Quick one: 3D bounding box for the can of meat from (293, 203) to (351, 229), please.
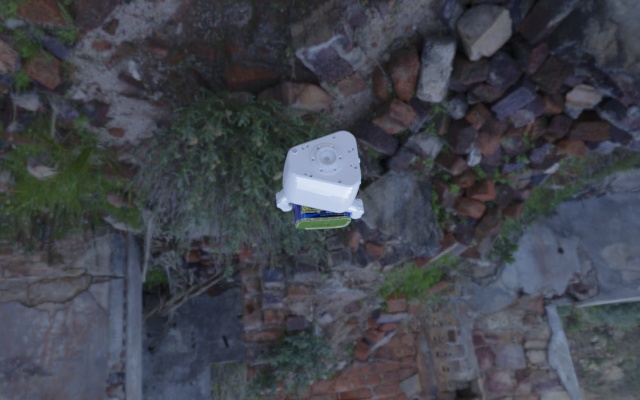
[{"bbox_3d":[0.000,0.003,0.839,0.102,0.084,0.057,-3,-20,-10],"label":"can of meat"}]
